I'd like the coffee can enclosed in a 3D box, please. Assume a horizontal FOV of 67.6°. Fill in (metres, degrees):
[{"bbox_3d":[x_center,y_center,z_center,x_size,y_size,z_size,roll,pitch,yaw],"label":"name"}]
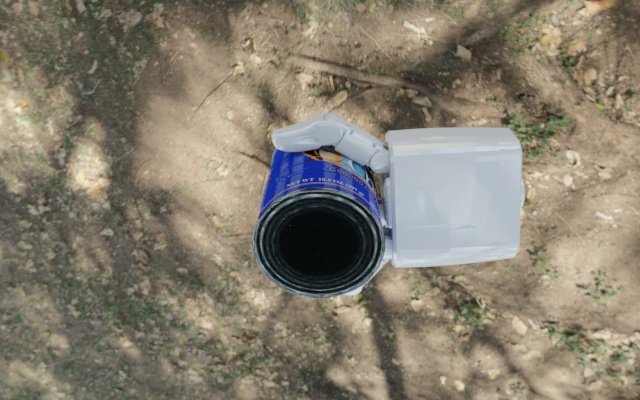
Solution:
[{"bbox_3d":[0.000,0.001,0.425,0.103,0.103,0.140,0,30,2],"label":"coffee can"}]
